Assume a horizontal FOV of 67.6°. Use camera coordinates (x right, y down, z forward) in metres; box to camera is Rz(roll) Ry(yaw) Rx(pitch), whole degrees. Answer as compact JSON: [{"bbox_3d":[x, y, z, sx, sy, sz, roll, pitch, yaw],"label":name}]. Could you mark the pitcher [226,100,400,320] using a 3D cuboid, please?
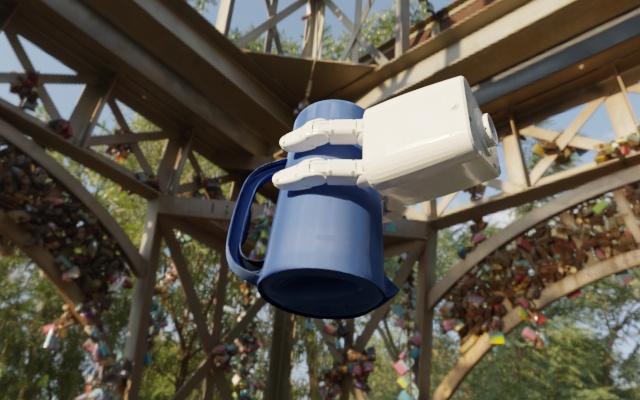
[{"bbox_3d":[0.000,0.002,0.550,0.145,0.242,0.149,-17,-39,30],"label":"pitcher"}]
